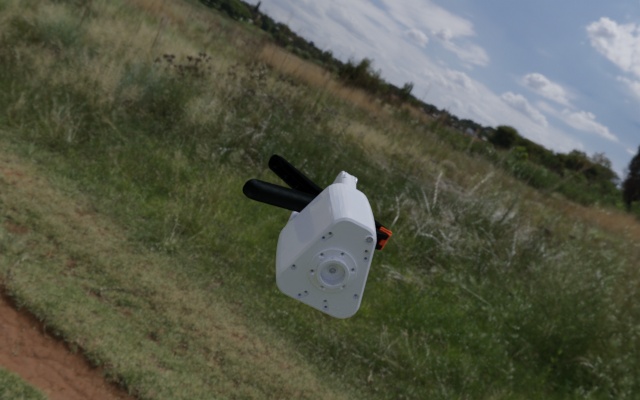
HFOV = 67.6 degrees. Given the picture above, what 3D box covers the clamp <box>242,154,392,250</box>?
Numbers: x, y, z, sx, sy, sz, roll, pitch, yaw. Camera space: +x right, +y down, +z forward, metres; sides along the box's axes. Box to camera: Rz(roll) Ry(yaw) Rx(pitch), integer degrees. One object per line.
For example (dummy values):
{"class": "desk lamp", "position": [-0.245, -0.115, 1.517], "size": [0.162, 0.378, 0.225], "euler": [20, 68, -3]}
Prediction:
{"class": "clamp", "position": [0.001, 0.002, 0.662], "size": [0.210, 0.036, 0.164], "euler": [27, 19, -10]}
